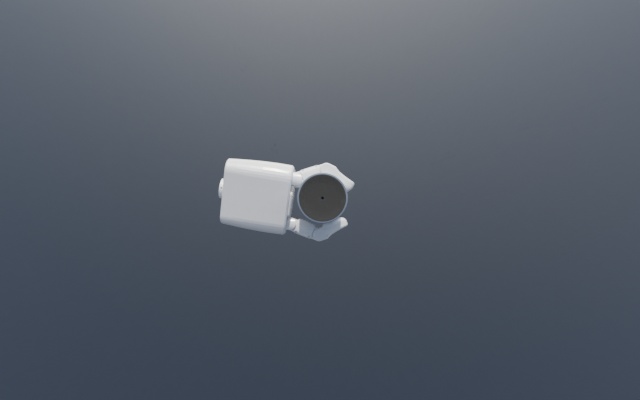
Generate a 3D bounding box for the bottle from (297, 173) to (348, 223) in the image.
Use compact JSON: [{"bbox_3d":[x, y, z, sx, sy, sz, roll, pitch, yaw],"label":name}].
[{"bbox_3d":[0.000,0.003,0.767,0.069,0.069,0.296,0,-2,-1],"label":"bottle"}]
